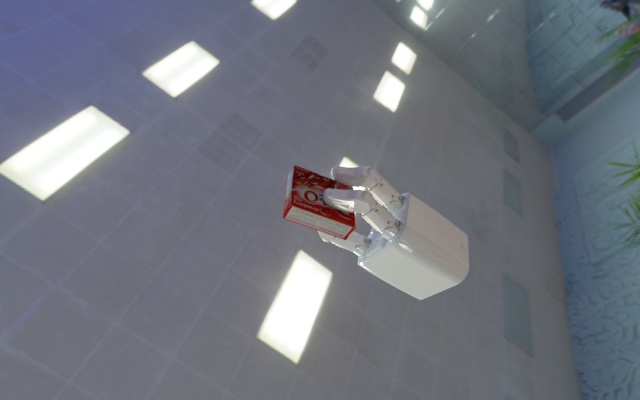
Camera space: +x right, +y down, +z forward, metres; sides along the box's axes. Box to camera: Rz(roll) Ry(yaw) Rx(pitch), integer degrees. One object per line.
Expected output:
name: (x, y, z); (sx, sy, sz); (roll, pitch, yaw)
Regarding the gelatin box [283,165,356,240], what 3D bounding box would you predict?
gelatin box: (0.000, 0.002, 0.600); (0.089, 0.073, 0.030); (20, -48, -17)
